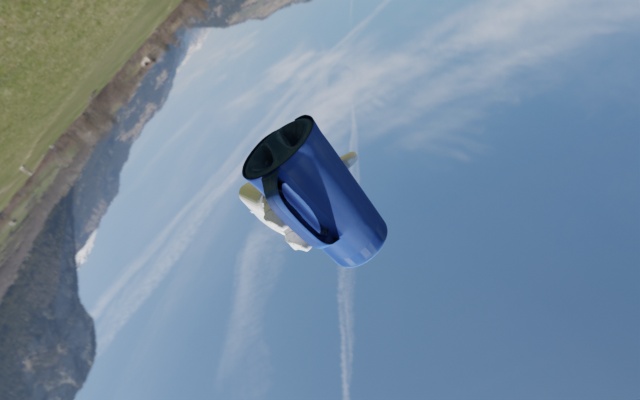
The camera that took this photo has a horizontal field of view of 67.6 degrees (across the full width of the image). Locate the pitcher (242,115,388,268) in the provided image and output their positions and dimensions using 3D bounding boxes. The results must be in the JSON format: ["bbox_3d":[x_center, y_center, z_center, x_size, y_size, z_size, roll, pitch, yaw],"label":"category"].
[{"bbox_3d":[0.000,0.002,0.745,0.243,0.149,0.145,49,-16,-28],"label":"pitcher"}]
